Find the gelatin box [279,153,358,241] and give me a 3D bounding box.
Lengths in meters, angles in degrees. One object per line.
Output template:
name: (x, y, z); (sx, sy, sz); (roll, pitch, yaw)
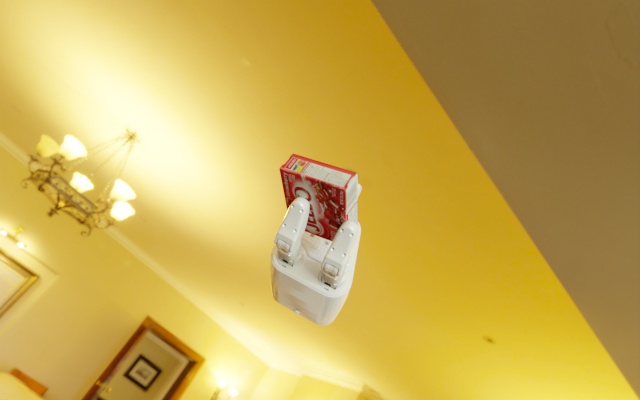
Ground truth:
gelatin box: (0.000, 0.001, 0.489); (0.073, 0.089, 0.030); (19, 51, 22)
